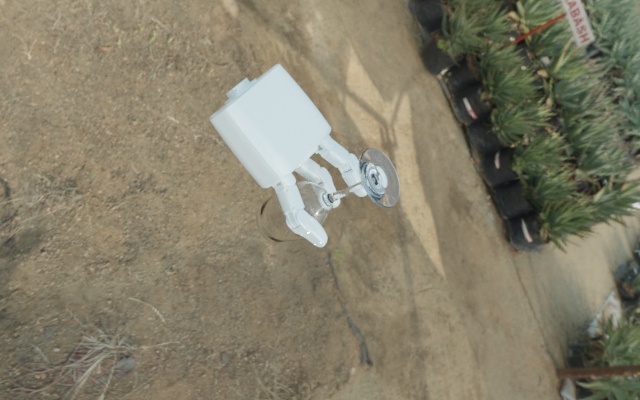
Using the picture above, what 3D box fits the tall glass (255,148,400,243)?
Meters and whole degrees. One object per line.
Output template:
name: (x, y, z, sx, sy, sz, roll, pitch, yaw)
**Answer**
tall glass: (0.001, 0.002, 0.621, 0.201, 0.079, 0.079, -23, -16, 41)
